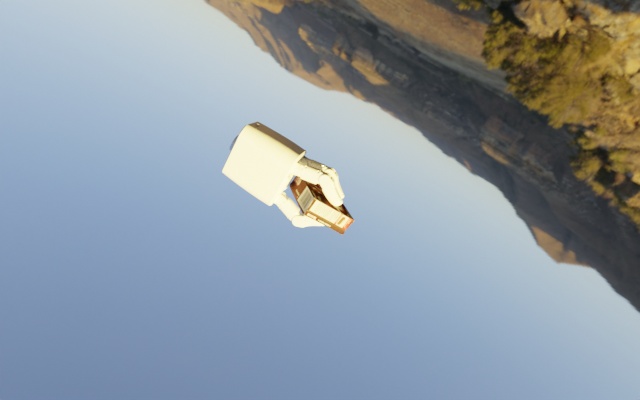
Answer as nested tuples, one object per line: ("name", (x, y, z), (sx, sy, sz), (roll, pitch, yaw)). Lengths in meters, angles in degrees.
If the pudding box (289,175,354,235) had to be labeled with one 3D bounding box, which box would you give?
("pudding box", (0.000, 0.003, 0.837), (0.090, 0.039, 0.113), (28, 18, -28))
